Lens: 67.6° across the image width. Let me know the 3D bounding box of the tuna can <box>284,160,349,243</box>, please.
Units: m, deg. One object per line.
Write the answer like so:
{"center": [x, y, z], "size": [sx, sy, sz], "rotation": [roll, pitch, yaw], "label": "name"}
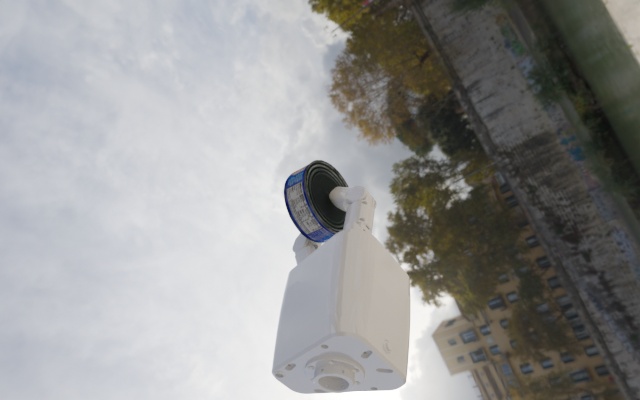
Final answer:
{"center": [0.000, 0.002, 0.517], "size": [0.034, 0.086, 0.086], "rotation": [-25, -14, 32], "label": "tuna can"}
